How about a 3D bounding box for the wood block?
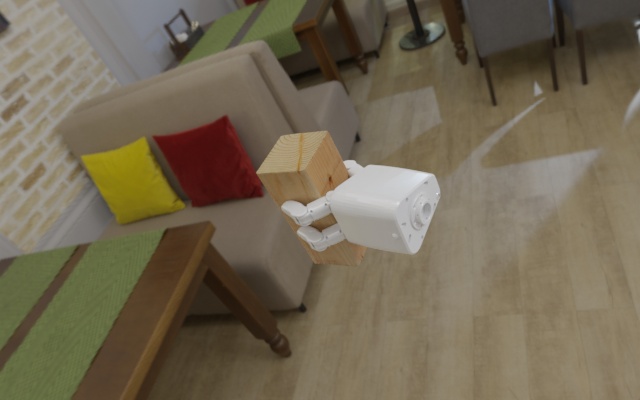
[{"bbox_3d":[0.001,0.002,0.748,0.090,0.206,0.090,-1,44,33],"label":"wood block"}]
